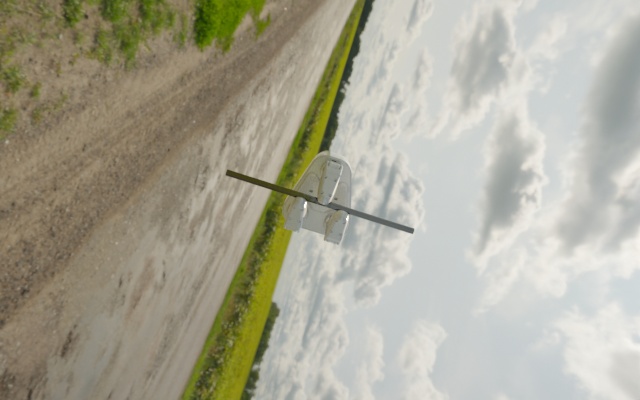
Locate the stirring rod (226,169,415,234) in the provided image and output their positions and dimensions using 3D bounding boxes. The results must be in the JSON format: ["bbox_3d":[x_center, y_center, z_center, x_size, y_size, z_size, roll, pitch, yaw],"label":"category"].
[{"bbox_3d":[0.000,0.002,0.586,0.239,0.011,0.011,17,-1,-2],"label":"stirring rod"}]
